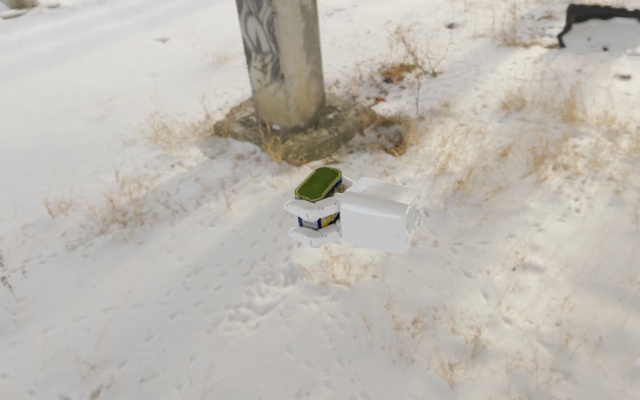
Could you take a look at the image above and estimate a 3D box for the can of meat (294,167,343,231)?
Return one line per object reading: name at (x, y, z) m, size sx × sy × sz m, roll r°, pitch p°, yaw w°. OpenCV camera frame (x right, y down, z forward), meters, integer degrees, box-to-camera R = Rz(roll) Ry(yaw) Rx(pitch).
can of meat at (0.000, 0.002, 0.805) m, size 0.057 × 0.084 × 0.102 m, roll 15°, pitch 41°, yaw 25°
